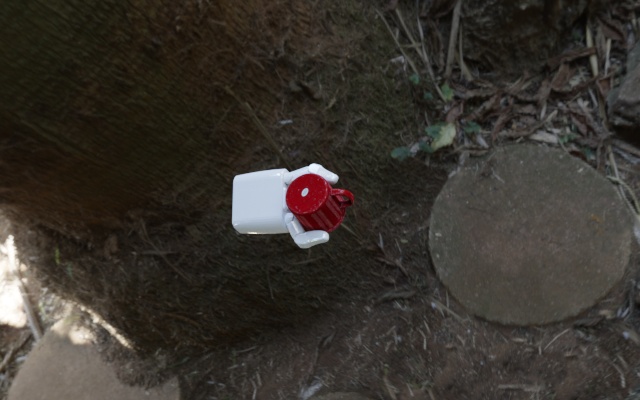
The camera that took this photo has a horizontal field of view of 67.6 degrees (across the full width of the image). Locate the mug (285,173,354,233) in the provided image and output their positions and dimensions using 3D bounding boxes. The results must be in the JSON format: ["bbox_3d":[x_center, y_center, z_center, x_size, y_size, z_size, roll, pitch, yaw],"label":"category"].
[{"bbox_3d":[0.001,0.003,0.839,0.117,0.093,0.081,-7,-28,19],"label":"mug"}]
